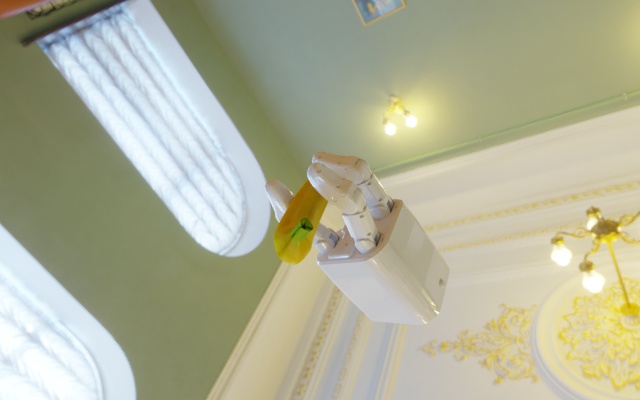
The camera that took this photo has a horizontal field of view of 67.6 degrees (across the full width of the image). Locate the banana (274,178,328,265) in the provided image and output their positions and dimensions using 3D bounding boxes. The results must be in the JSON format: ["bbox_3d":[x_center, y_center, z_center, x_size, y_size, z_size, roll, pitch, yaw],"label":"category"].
[{"bbox_3d":[-0.013,0.015,0.486,0.070,0.037,0.197,-44,10,19],"label":"banana"}]
